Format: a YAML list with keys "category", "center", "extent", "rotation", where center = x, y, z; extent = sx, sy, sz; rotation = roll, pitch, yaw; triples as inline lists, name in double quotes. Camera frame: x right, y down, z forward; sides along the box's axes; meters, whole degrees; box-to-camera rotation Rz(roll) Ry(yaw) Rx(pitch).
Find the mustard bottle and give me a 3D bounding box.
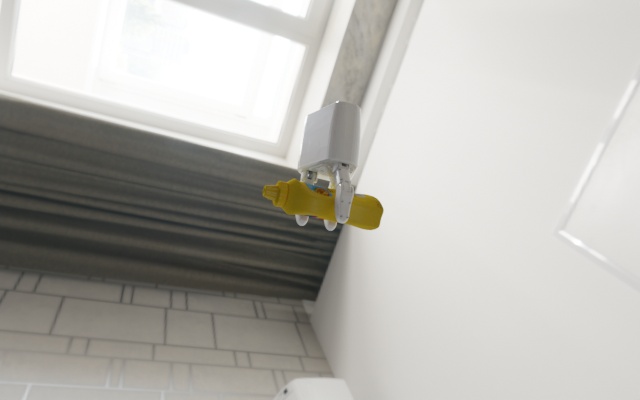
- category: "mustard bottle"
  center: [0.000, 0.003, 0.778]
  extent: [0.191, 0.058, 0.096]
  rotation: [12, 9, -20]
